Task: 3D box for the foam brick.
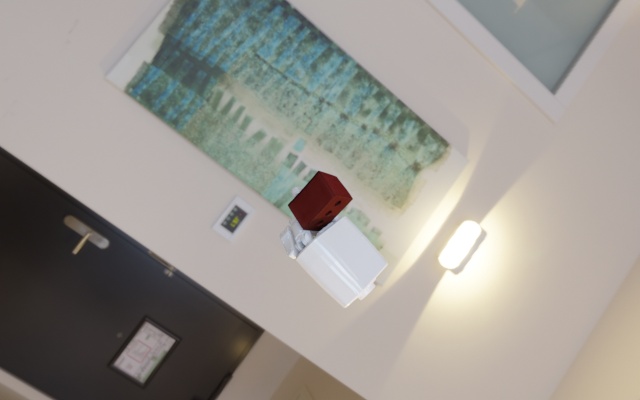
[{"bbox_3d":[0.000,0.002,0.732,0.078,0.051,0.053,-48,-30,22],"label":"foam brick"}]
